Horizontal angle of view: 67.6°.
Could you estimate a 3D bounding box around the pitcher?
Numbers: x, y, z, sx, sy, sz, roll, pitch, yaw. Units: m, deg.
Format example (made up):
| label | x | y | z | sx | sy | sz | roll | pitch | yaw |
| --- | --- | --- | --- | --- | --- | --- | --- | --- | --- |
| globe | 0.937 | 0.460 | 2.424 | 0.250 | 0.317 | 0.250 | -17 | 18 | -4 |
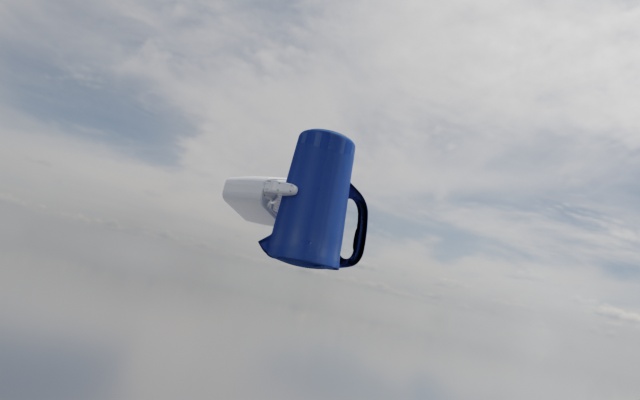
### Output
| label | x | y | z | sx | sy | sz | roll | pitch | yaw |
| --- | --- | --- | --- | --- | --- | --- | --- | --- | --- |
| pitcher | 0.000 | 0.003 | 0.864 | 0.145 | 0.242 | 0.149 | 4 | -13 | 35 |
